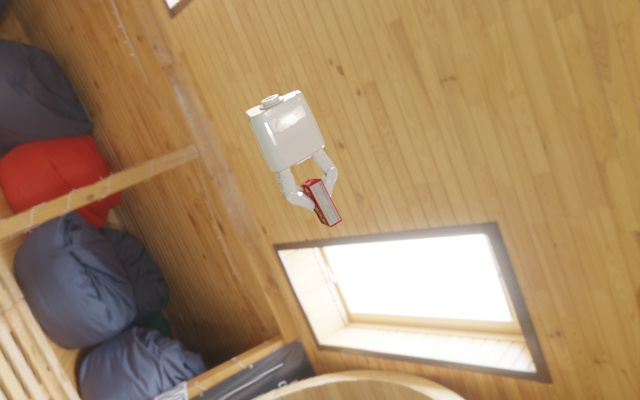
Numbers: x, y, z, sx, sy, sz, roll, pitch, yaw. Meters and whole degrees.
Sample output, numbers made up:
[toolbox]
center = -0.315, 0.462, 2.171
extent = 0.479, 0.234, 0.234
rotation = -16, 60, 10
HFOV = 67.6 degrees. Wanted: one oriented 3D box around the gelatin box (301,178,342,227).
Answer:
[gelatin box]
center = 0.001, 0.003, 0.888
extent = 0.030, 0.089, 0.073
rotation = -30, 9, -10
